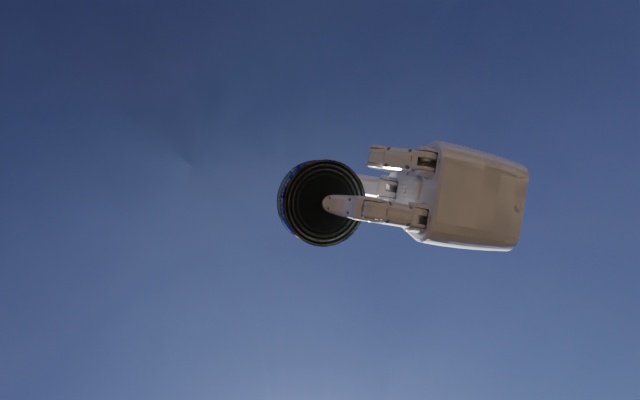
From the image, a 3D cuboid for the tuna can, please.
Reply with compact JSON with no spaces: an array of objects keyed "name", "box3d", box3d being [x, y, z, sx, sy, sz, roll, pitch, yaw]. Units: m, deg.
[{"name":"tuna can","box3d":[0.000,0.002,0.480,0.086,0.086,0.034,0,5,-21]}]
